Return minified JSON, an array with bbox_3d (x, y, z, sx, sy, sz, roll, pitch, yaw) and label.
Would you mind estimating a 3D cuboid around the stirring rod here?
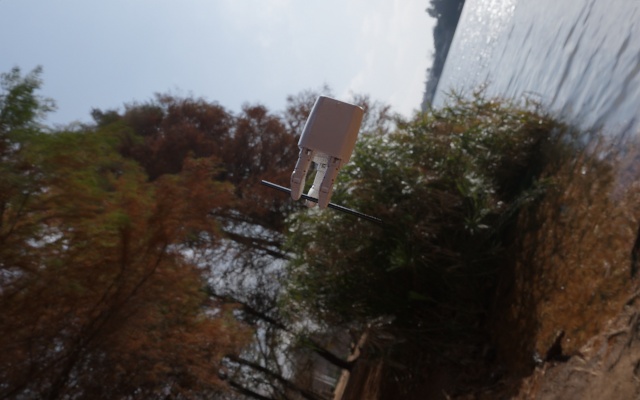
[{"bbox_3d":[0.000,0.003,0.897,0.239,0.011,0.011,18,3,9],"label":"stirring rod"}]
